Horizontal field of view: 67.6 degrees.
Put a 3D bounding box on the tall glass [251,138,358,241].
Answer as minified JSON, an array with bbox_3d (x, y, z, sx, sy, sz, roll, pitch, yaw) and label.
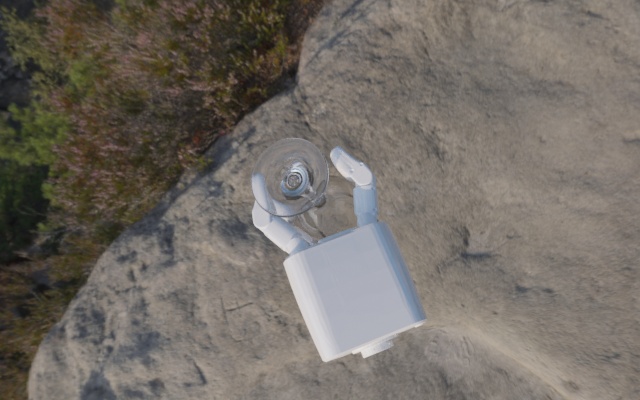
[{"bbox_3d":[0.000,0.001,0.519,0.079,0.079,0.201,0,-13,17],"label":"tall glass"}]
